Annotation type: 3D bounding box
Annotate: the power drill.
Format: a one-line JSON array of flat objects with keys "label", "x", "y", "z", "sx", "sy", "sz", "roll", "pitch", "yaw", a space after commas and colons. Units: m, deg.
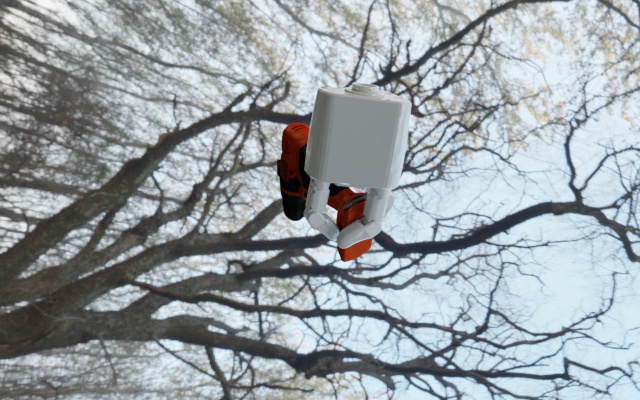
[{"label": "power drill", "x": 0.000, "y": 0.002, "z": 0.703, "sx": 0.057, "sy": 0.185, "sz": 0.187, "roll": -26, "pitch": 51, "yaw": -26}]
